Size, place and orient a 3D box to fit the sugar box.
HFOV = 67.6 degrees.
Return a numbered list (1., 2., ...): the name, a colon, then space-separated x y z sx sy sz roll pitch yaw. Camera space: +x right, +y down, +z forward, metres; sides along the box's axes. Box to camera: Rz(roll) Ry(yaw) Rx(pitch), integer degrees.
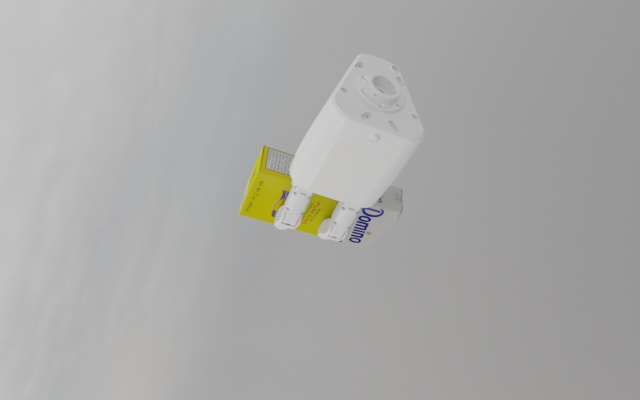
1. sugar box: 0.000 0.002 0.572 0.176 0.048 0.093 18 -39 -14
